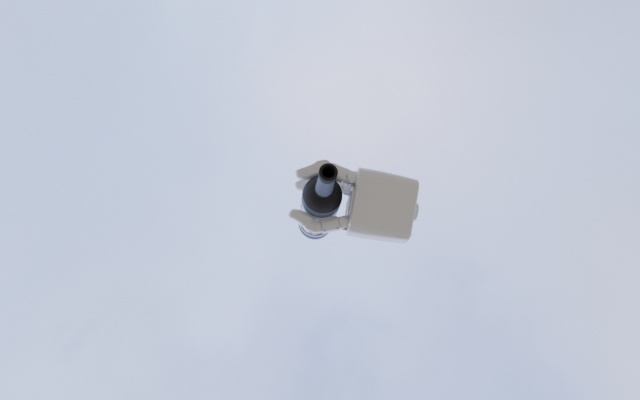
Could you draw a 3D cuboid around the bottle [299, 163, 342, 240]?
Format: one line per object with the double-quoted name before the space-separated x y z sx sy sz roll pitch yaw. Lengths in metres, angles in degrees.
"bottle" 0.000 0.003 0.817 0.069 0.069 0.296 0 -17 -5
